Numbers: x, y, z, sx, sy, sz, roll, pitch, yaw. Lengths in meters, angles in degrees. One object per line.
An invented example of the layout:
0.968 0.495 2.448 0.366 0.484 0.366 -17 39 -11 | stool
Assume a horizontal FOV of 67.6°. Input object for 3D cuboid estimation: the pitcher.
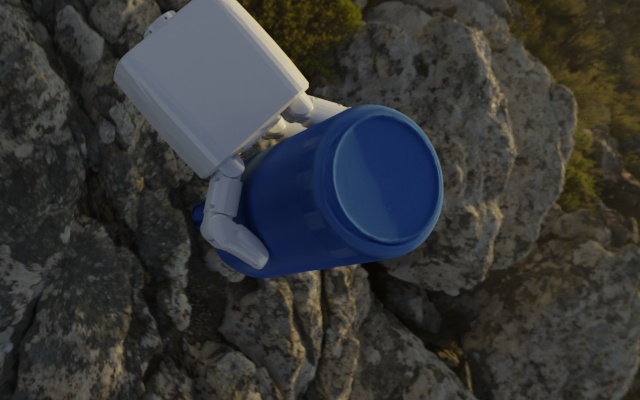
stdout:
0.000 0.001 0.429 0.149 0.145 0.243 -48 15 -25 | pitcher
